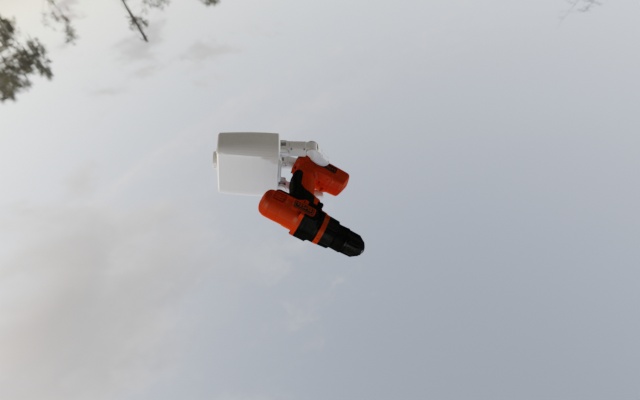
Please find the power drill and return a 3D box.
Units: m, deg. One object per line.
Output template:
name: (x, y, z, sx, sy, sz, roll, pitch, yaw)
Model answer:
power drill: (0.000, 0.002, 0.819, 0.184, 0.057, 0.187, 28, 32, -7)
